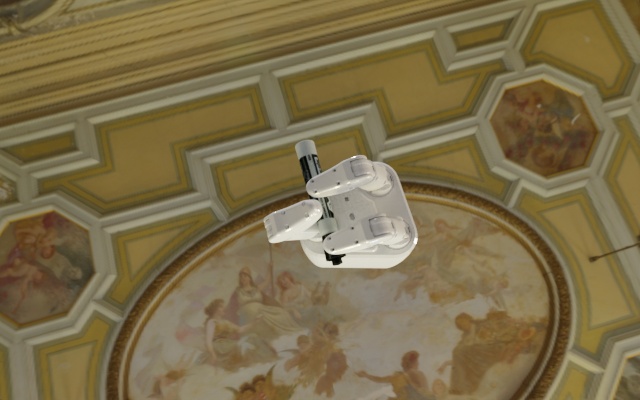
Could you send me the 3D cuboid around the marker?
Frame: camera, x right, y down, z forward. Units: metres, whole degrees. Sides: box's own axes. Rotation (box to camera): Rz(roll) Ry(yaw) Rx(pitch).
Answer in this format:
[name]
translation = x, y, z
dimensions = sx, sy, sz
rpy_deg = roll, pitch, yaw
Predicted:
[marker]
translation = 0.000, 0.001, 0.444
dimensions = 0.020, 0.121, 0.020
rpy_deg = -15, -16, -4
